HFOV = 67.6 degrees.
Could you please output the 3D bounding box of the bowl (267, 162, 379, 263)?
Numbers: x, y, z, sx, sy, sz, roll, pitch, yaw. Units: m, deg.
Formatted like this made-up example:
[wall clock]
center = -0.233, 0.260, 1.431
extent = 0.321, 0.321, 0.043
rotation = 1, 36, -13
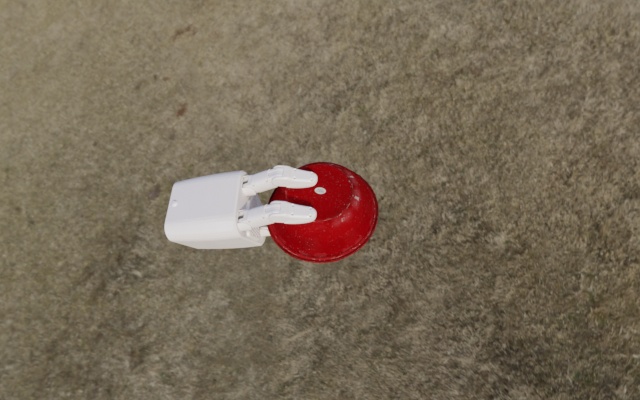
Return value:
[bowl]
center = 0.001, 0.002, 0.659
extent = 0.162, 0.162, 0.055
rotation = 0, -31, 5
